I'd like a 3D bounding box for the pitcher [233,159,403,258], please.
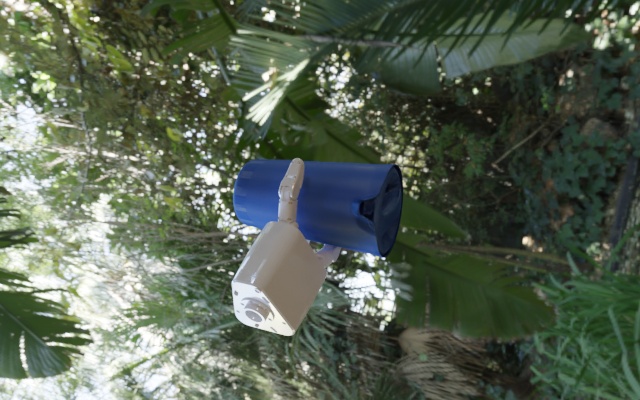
[{"bbox_3d":[0.000,0.002,0.728,0.243,0.149,0.145,8,47,23],"label":"pitcher"}]
